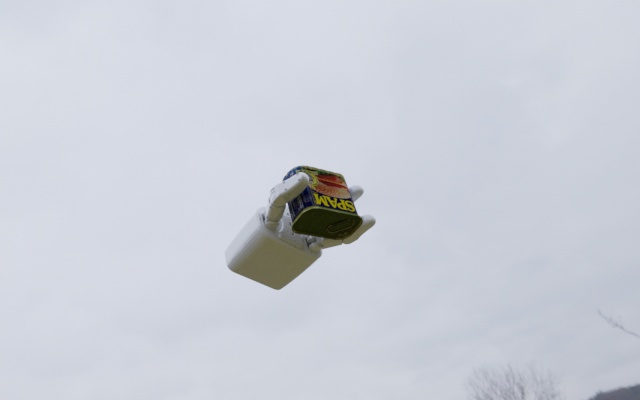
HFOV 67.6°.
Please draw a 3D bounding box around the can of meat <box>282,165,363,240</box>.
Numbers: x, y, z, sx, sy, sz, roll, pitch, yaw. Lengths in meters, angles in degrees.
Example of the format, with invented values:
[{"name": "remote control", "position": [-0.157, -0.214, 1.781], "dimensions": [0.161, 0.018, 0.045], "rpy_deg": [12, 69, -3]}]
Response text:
[{"name": "can of meat", "position": [0.000, 0.002, 0.677], "dimensions": [0.102, 0.084, 0.057], "rpy_deg": [12, -46, -34]}]
